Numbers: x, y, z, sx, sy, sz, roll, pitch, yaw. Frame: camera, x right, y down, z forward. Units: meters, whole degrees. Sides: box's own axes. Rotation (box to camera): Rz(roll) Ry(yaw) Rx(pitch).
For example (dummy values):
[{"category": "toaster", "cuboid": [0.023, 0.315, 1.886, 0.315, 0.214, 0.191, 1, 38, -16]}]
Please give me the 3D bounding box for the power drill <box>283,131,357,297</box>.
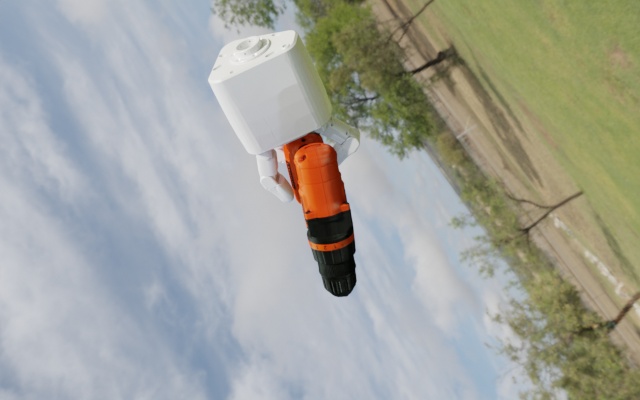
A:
[{"category": "power drill", "cuboid": [0.000, 0.002, 0.588, 0.057, 0.184, 0.187, -12, 23, -6]}]
